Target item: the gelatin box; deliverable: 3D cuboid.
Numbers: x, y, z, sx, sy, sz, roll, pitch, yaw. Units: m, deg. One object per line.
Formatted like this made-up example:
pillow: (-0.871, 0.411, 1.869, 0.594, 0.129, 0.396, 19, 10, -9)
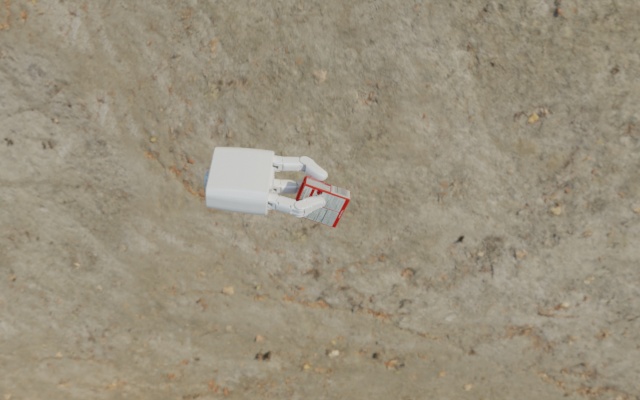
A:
gelatin box: (0.000, 0.003, 0.856, 0.089, 0.073, 0.030, 19, 37, -9)
